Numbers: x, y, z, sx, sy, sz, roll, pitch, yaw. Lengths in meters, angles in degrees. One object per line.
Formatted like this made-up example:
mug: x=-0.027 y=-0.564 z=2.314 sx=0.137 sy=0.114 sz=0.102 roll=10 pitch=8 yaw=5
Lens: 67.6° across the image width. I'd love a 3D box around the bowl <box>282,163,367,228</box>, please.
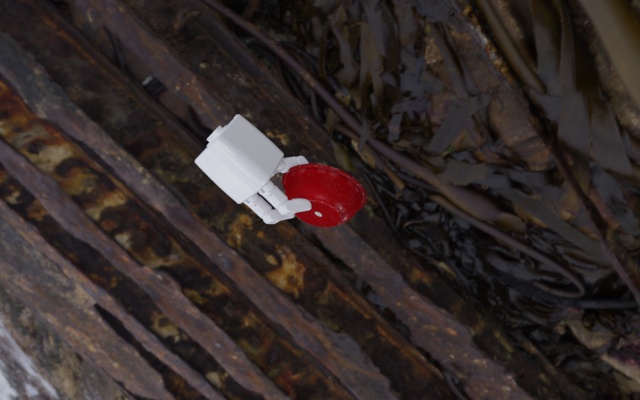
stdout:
bowl: x=0.001 y=0.004 z=0.870 sx=0.162 sy=0.055 sz=0.162 roll=12 pitch=-31 yaw=7
